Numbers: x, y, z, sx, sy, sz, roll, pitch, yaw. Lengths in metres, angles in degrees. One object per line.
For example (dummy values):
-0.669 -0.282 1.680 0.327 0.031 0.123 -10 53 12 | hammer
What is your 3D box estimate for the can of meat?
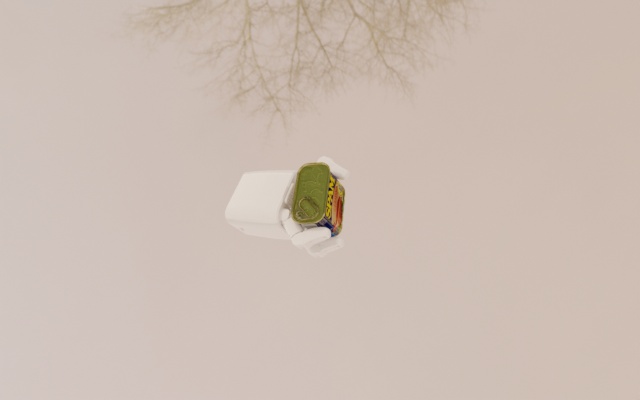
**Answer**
0.000 0.003 0.769 0.057 0.102 0.084 -2 -23 23 | can of meat
